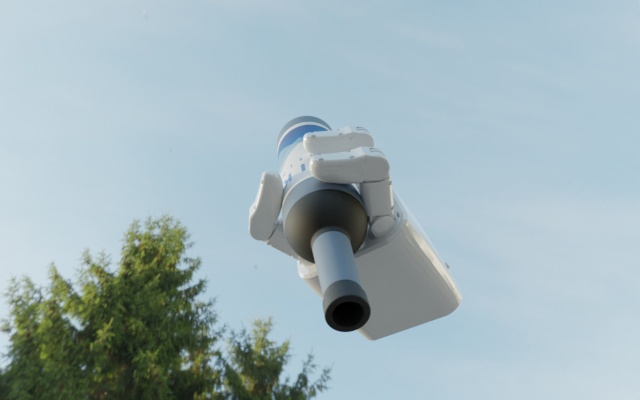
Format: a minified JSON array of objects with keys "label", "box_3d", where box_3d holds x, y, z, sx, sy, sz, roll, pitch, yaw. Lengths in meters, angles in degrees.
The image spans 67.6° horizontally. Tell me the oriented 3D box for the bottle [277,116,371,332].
[{"label":"bottle","box_3d":[0.000,0.001,0.407,0.069,0.069,0.295,0,26,-7]}]
